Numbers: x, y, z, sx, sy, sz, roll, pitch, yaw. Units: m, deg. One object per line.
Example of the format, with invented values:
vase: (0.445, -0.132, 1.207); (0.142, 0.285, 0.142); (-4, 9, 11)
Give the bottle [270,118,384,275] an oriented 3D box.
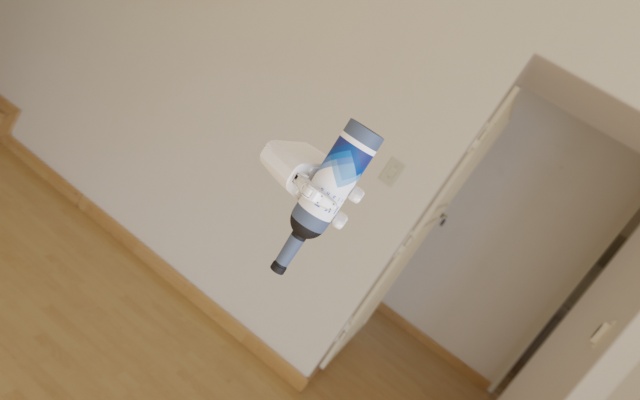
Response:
bottle: (0.000, 0.003, 0.816); (0.069, 0.296, 0.069); (31, 12, -7)
